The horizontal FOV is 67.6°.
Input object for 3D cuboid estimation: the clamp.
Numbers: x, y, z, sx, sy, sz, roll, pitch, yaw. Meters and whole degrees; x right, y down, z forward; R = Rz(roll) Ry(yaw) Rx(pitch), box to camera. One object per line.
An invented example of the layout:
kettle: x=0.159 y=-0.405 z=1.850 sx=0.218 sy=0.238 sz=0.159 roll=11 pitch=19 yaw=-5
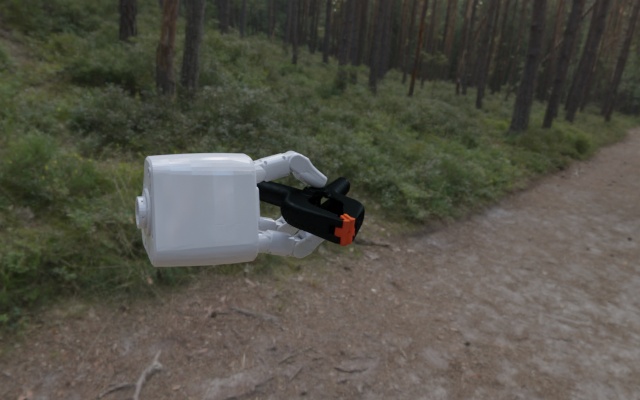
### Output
clamp: x=0.000 y=0.001 z=0.566 sx=0.164 sy=0.036 sz=0.210 roll=-2 pitch=17 yaw=-28
